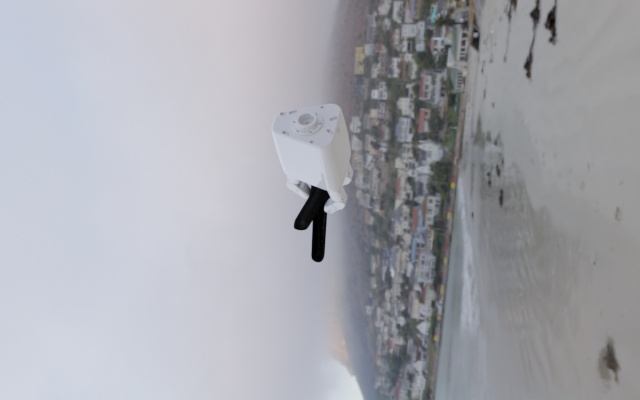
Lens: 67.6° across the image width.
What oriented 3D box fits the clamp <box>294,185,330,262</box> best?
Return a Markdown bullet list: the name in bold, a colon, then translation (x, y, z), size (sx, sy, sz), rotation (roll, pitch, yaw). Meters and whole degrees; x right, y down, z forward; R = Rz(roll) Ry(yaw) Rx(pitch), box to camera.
- **clamp**: translation (-0.001, 0.002, 0.890), size (0.036, 0.209, 0.165), rotation (6, -32, 14)
